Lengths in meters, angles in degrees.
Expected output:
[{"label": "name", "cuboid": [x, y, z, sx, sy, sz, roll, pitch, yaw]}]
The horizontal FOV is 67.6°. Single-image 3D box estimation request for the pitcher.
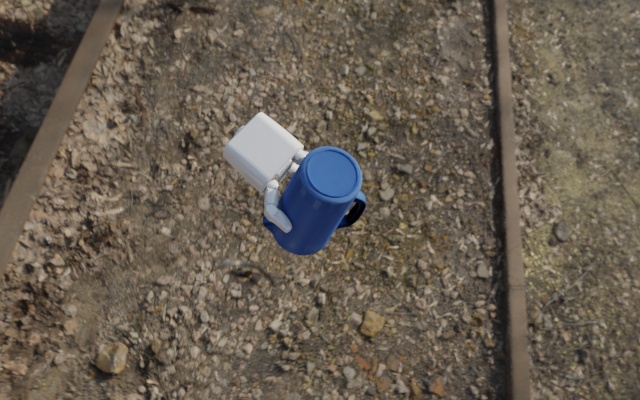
[{"label": "pitcher", "cuboid": [0.000, 0.003, 0.887, 0.149, 0.145, 0.243, -45, -6, -28]}]
